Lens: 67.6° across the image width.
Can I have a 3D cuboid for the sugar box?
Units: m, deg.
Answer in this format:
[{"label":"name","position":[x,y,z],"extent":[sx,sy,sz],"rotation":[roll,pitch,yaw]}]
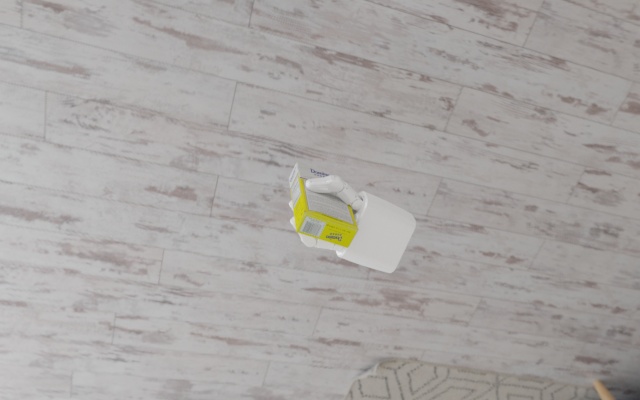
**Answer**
[{"label":"sugar box","position":[0.000,0.003,0.804],"extent":[0.093,0.048,0.176],"rotation":[20,23,-17]}]
